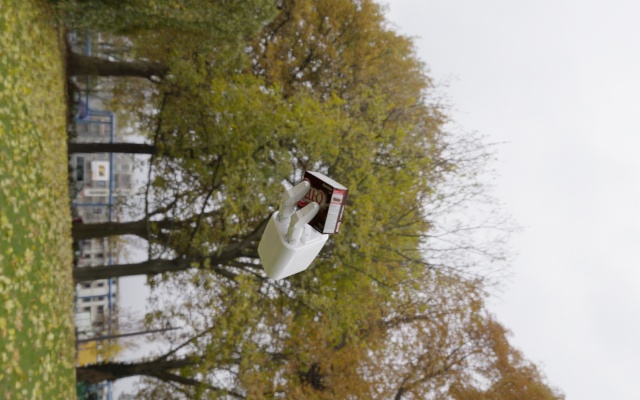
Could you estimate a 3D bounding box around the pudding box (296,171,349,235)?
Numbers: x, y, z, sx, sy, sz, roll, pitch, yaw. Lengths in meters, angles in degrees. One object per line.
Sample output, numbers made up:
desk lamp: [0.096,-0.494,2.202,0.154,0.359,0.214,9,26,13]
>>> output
pudding box: [0.000,0.003,0.880,0.039,0.090,0.113,4,16,-34]
